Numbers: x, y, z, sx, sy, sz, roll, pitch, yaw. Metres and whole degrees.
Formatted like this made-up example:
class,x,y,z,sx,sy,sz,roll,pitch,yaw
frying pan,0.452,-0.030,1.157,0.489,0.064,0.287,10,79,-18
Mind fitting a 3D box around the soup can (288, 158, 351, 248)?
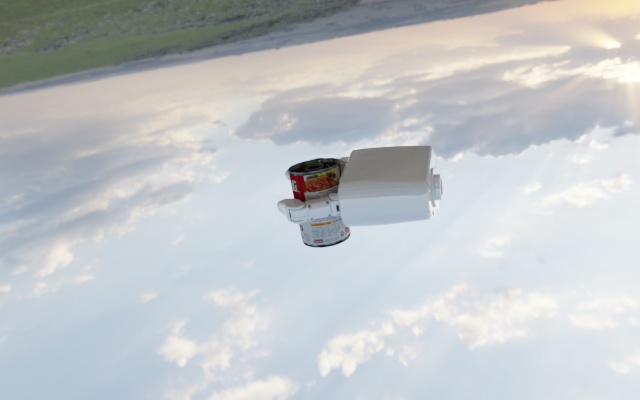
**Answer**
class,x,y,z,sx,sy,sz,roll,pitch,yaw
soup can,0.000,0.002,0.624,0.068,0.102,0.068,-9,18,3
